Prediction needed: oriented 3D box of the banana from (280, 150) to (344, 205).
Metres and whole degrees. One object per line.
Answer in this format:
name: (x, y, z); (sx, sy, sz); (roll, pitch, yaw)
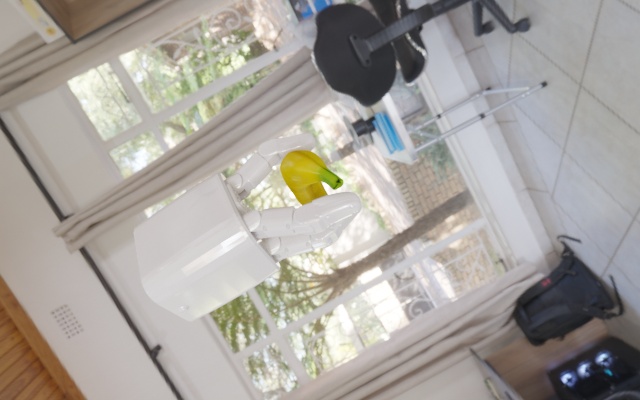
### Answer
banana: (-0.011, -0.014, 0.505); (0.037, 0.069, 0.198); (-37, -9, -5)
